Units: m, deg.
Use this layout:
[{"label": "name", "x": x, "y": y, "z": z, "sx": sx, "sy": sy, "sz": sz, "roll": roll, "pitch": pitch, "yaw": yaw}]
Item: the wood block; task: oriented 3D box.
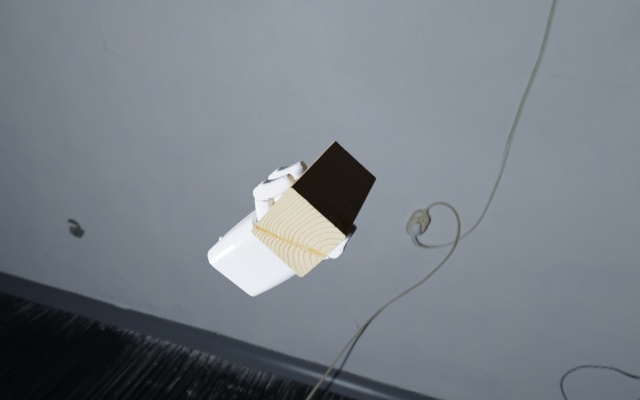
[{"label": "wood block", "x": 0.000, "y": 0.003, "z": 0.666, "sx": 0.090, "sy": 0.091, "sz": 0.206, "roll": -45, "pitch": 4, "yaw": 28}]
